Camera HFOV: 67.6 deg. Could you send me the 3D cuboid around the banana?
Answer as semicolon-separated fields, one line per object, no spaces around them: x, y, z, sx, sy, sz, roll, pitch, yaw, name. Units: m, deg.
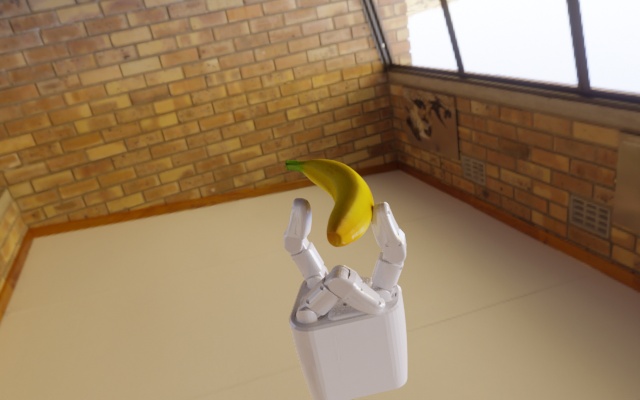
0.017;-0.004;0.482;0.069;0.037;0.197;-15;24;-10;banana
